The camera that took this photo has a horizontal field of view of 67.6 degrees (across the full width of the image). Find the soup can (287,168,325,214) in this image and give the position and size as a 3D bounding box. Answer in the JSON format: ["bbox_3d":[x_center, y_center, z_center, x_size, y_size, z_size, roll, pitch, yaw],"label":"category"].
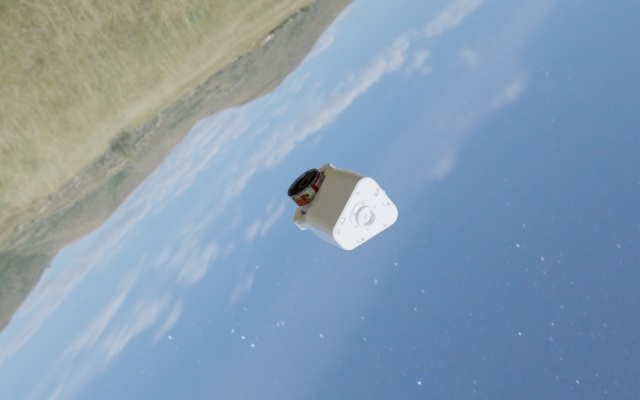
[{"bbox_3d":[0.000,0.003,0.841,0.102,0.068,0.068,48,-23,-23],"label":"soup can"}]
